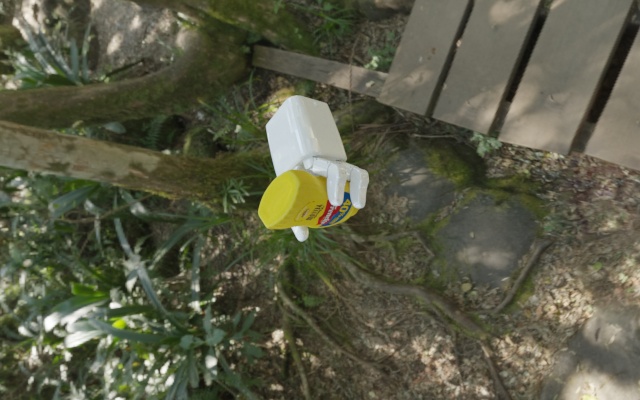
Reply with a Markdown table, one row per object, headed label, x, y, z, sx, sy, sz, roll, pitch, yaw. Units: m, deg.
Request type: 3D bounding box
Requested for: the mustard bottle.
| label | x | y | z | sx | sy | sz | roll | pitch | yaw |
| --- | --- | --- | --- | --- | --- | --- | --- | --- | --- |
| mustard bottle | 0.000 | 0.003 | 0.748 | 0.191 | 0.096 | 0.058 | 4 | 41 | -49 |
